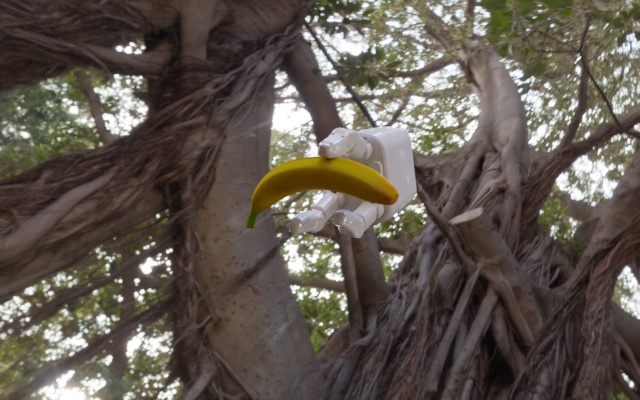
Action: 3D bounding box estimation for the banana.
[{"bbox_3d":[-0.007,-0.016,0.535,0.198,0.069,0.037,-11,3,32],"label":"banana"}]
